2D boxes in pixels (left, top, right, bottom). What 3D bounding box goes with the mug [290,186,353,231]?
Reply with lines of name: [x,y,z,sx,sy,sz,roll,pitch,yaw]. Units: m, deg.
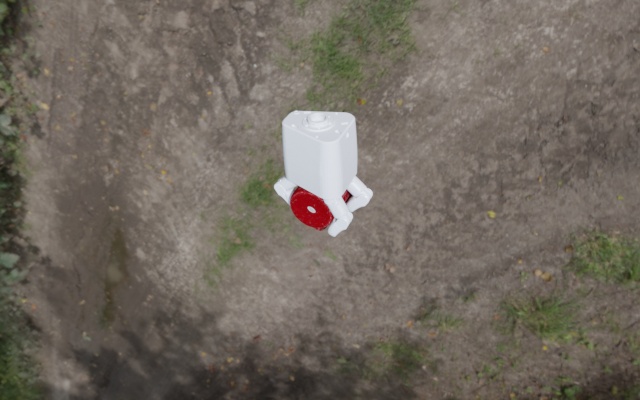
mug: [0.000,0.004,0.832,0.093,0.117,0.081,15,43,21]
